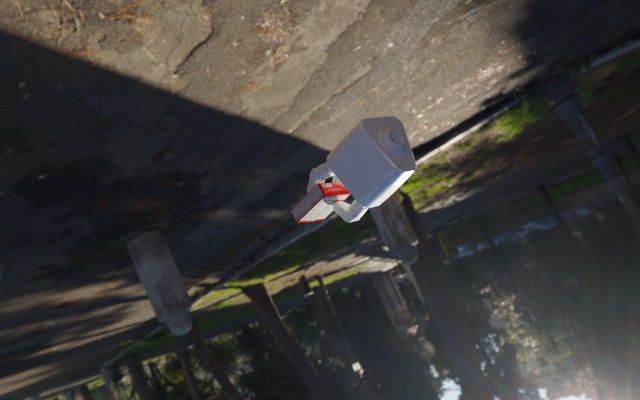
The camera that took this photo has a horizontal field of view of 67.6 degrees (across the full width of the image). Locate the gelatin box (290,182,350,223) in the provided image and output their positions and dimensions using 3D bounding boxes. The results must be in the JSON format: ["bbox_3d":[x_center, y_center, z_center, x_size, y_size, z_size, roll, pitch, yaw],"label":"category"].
[{"bbox_3d":[0.000,0.003,0.864,0.073,0.030,0.089,-5,-32,-49],"label":"gelatin box"}]
